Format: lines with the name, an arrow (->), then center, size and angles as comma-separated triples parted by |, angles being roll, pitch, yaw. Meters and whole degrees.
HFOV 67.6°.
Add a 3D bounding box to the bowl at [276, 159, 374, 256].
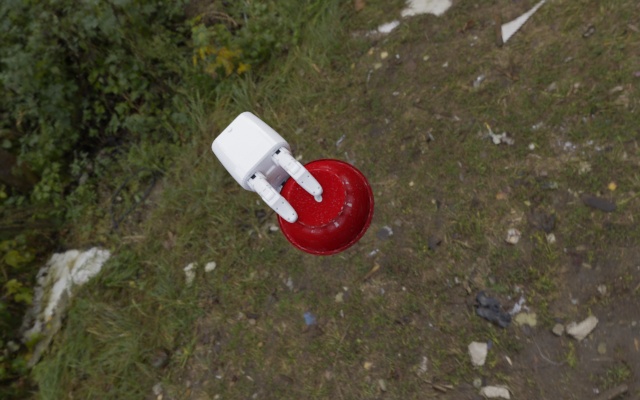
bowl -> 0.001, 0.003, 0.744 | 0.162, 0.162, 0.055 | 0, -15, 14
